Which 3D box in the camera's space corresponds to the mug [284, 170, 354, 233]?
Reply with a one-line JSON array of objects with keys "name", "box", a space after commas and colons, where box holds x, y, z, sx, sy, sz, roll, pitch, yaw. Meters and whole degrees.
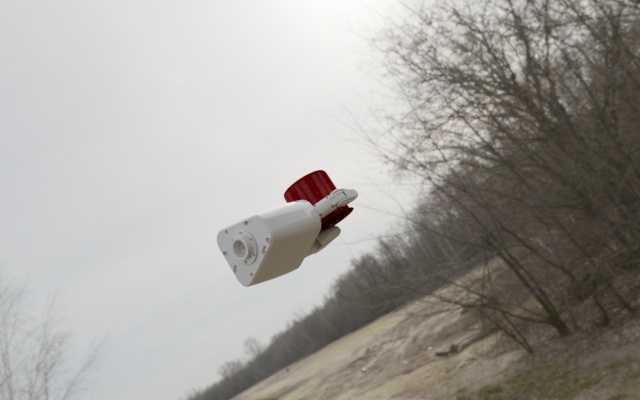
[{"name": "mug", "box": [0.001, 0.002, 0.781, 0.093, 0.081, 0.117, -40, -14, 32]}]
